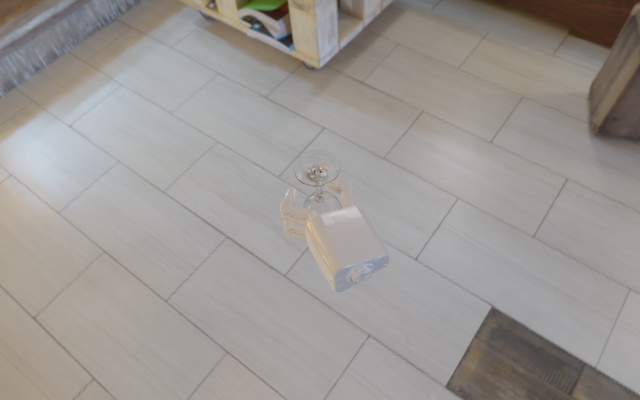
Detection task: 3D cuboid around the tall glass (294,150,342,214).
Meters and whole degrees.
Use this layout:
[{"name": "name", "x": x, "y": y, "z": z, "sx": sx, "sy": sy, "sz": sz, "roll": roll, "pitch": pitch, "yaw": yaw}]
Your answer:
[{"name": "tall glass", "x": 0.000, "y": 0.002, "z": 0.842, "sx": 0.079, "sy": 0.079, "sz": 0.201, "roll": 0, "pitch": -33, "yaw": 4}]
